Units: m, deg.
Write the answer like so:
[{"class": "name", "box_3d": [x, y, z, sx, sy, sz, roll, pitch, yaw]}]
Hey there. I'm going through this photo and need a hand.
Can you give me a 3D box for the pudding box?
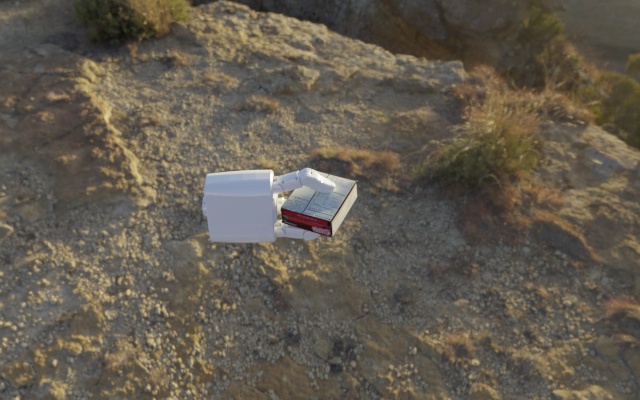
[{"class": "pudding box", "box_3d": [0.000, 0.002, 0.773, 0.090, 0.039, 0.113, 16, 46, 20]}]
